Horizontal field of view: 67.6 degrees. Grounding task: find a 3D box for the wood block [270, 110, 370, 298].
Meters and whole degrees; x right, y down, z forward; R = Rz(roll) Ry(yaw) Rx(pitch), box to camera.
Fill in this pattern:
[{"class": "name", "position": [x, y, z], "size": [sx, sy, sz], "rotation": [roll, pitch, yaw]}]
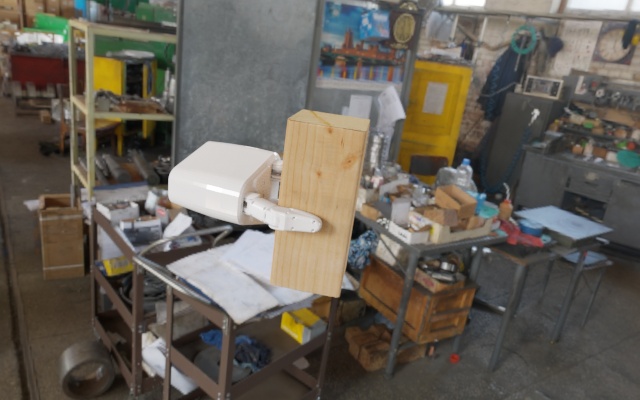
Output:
[{"class": "wood block", "position": [0.000, 0.002, 0.590], "size": [0.090, 0.206, 0.090], "rotation": [10, 19, 6]}]
